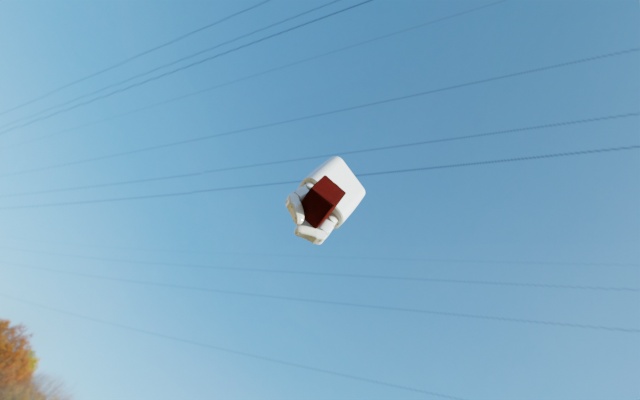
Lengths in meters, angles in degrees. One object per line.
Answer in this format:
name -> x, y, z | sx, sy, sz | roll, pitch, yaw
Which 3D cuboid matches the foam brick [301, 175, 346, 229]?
foam brick -> 0.000, 0.003, 0.872 | 0.051, 0.053, 0.078 | -44, -7, -44
